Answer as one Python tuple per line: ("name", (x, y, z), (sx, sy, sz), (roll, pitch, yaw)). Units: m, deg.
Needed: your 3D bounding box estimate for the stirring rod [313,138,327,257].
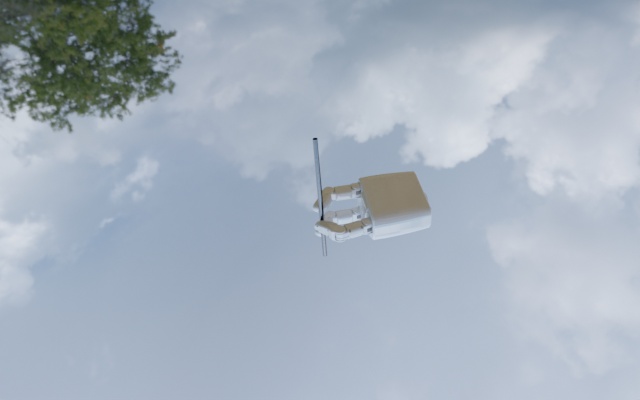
("stirring rod", (0.000, 0.003, 0.804), (0.011, 0.240, 0.011), (-3, 36, 2))
